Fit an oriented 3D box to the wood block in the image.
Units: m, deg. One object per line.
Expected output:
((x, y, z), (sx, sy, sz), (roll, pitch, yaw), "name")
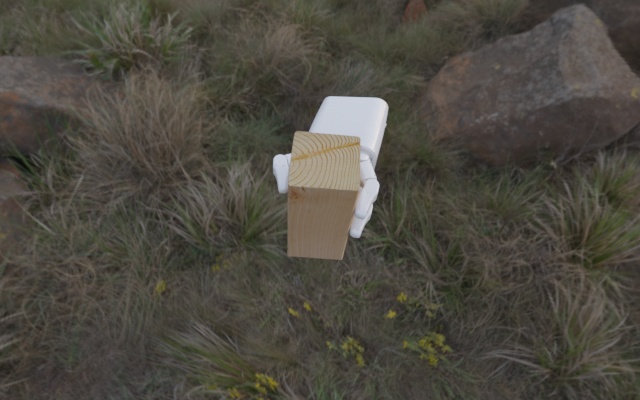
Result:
((0.000, 0.002, 0.697), (0.091, 0.090, 0.206), (5, -32, -1), "wood block")
